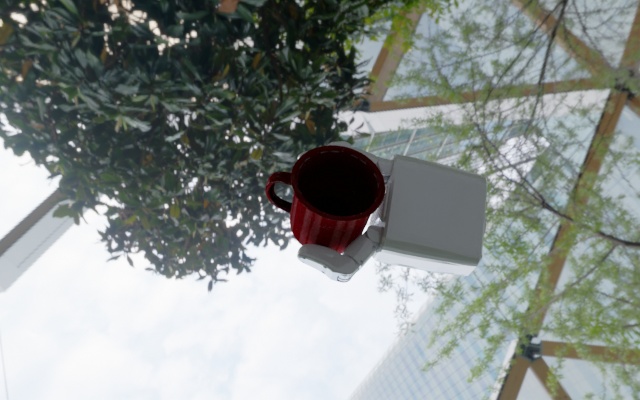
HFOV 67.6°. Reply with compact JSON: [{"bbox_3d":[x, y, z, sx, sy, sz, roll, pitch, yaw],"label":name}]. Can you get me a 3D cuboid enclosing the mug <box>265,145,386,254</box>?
[{"bbox_3d":[-0.001,0.001,0.493,0.117,0.093,0.082,12,-37,-2],"label":"mug"}]
